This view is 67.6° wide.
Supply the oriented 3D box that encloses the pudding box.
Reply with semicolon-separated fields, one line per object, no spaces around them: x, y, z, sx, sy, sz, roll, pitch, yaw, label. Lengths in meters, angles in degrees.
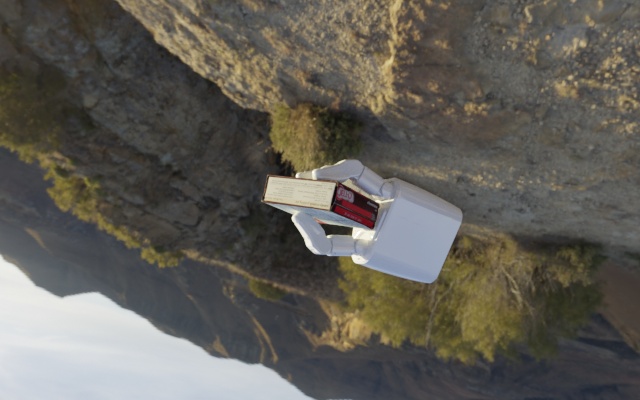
0.000;0.002;0.571;0.113;0.039;0.090;5;-14;40;pudding box
